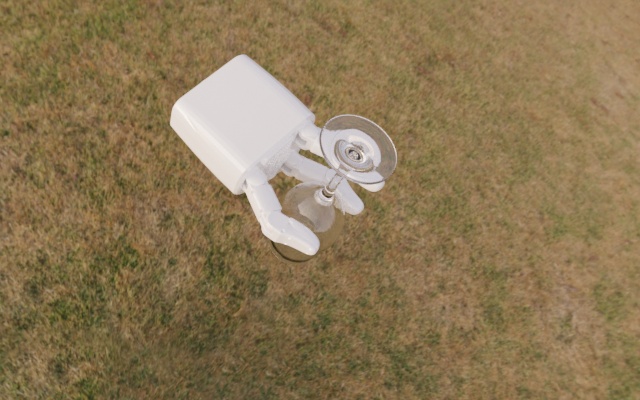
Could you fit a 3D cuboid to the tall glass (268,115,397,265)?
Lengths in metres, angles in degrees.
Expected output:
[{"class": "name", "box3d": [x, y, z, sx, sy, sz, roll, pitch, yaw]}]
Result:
[{"class": "tall glass", "box3d": [0.000, 0.001, 0.499, 0.079, 0.079, 0.201, 0, -29, -23]}]
